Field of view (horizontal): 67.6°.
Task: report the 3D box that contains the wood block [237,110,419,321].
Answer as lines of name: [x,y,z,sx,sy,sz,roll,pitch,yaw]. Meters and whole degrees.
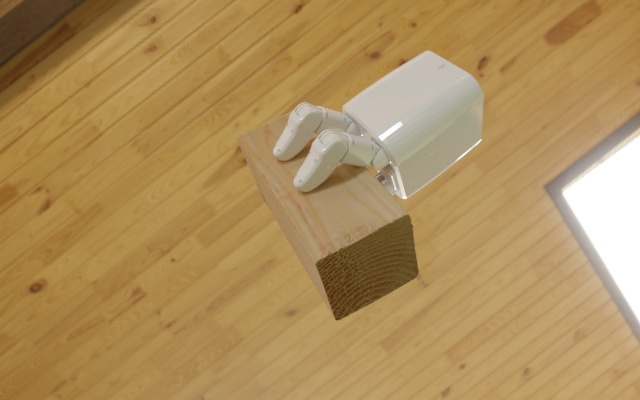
wood block: [0.000,0.002,0.477,0.090,0.091,0.206,-27,44,-9]
